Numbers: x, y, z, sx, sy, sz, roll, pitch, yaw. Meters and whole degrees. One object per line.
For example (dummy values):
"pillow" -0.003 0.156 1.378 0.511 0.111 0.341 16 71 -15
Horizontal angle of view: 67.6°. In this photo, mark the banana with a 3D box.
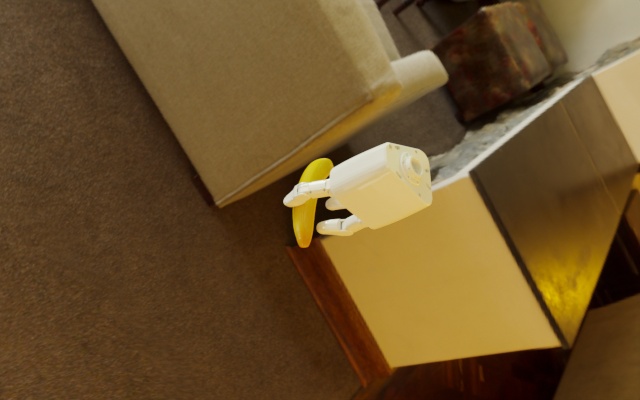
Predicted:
"banana" -0.011 -0.012 0.798 0.037 0.070 0.197 -24 29 39
